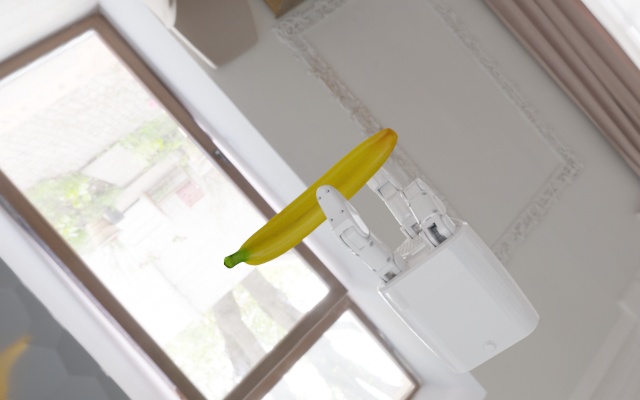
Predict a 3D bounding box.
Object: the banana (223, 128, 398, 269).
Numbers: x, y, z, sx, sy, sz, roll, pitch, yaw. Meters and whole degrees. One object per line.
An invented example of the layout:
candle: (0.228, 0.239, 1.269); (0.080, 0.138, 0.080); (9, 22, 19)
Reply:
banana: (-0.004, 0.004, 0.460); (0.198, 0.037, 0.069); (-40, 2, -6)
